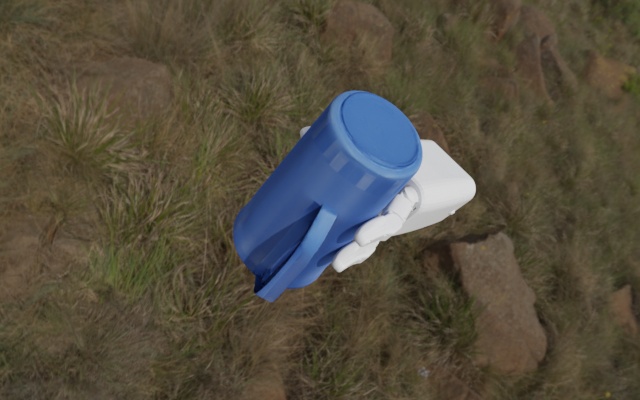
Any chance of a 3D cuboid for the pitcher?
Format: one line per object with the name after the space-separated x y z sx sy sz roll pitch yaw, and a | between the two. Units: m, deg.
0.000 0.002 0.536 0.145 0.149 0.243 -9 -27 -37 | pitcher
